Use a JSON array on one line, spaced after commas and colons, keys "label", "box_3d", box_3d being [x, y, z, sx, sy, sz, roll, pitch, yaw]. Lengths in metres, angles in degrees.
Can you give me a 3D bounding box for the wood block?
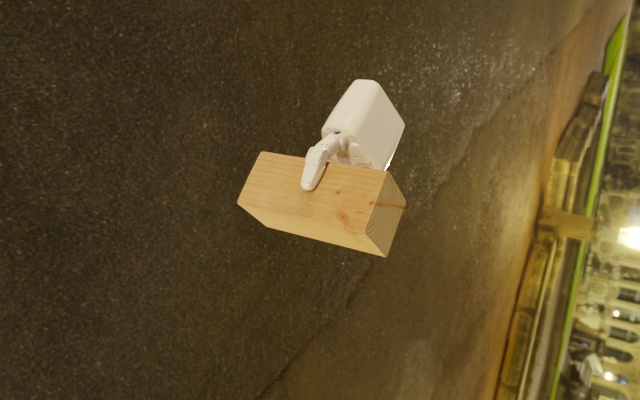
[{"label": "wood block", "box_3d": [0.000, 0.002, 0.672, 0.206, 0.090, 0.091, 11, -21, 31]}]
